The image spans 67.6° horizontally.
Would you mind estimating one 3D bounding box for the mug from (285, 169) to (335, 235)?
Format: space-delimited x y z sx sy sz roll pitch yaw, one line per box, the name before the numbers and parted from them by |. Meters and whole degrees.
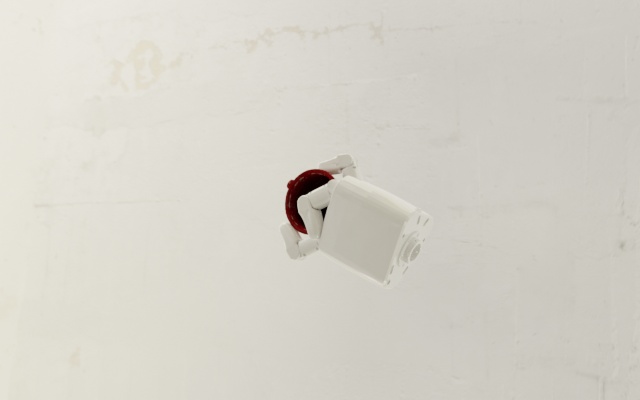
mug | -0.001 0.002 0.701 0.117 0.093 0.081 30 8 32
